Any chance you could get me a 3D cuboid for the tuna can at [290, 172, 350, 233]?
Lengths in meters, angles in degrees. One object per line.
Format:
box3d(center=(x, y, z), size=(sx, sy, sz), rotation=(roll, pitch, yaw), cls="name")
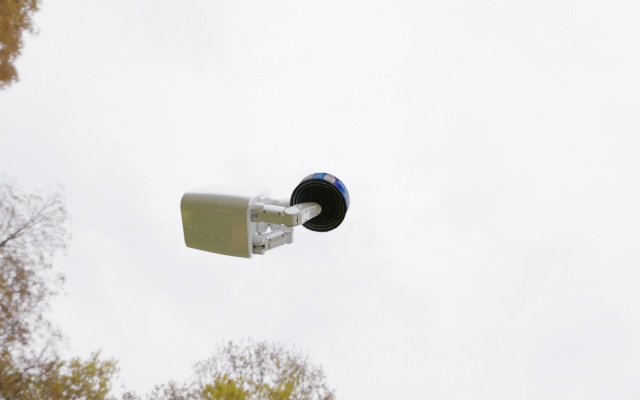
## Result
box3d(center=(0.000, 0.002, 0.705), size=(0.086, 0.086, 0.033), rotation=(0, 23, 16), cls="tuna can")
